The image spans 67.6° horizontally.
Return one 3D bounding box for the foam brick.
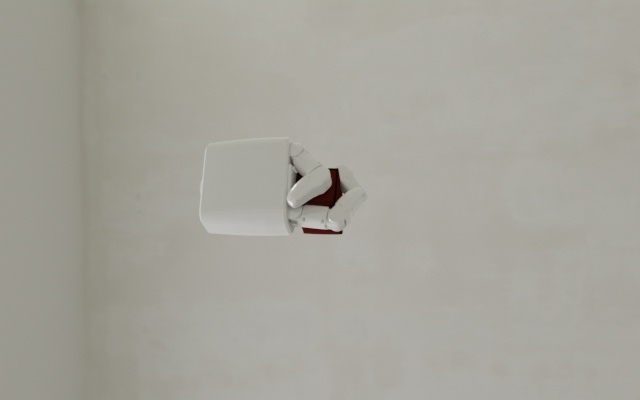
[{"bbox_3d":[0.000,0.002,0.600,0.051,0.053,0.078,-1,-34,8],"label":"foam brick"}]
